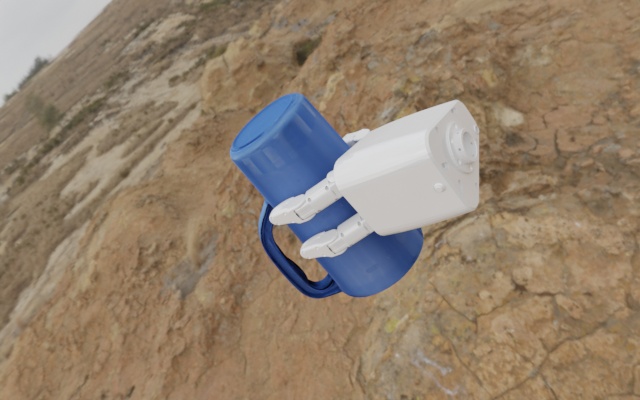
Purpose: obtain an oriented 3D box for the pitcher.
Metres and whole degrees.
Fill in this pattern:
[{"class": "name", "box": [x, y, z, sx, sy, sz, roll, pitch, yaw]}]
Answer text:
[{"class": "pitcher", "box": [0.000, 0.002, 0.577, 0.145, 0.149, 0.243, -16, -55, 44]}]
